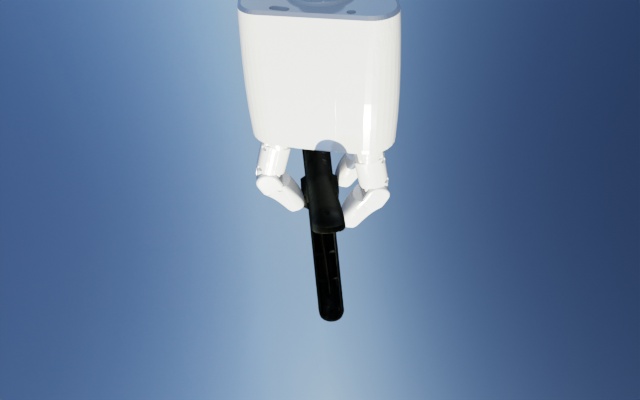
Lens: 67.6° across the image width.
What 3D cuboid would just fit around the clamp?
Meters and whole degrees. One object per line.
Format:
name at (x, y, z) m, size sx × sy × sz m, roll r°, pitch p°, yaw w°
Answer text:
clamp at (-0.001, 0.001, 0.467) m, size 0.036 × 0.165 × 0.209 m, roll -5°, pitch 45°, yaw -3°
